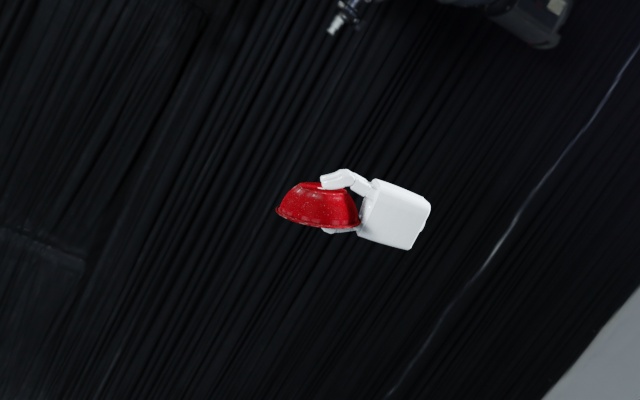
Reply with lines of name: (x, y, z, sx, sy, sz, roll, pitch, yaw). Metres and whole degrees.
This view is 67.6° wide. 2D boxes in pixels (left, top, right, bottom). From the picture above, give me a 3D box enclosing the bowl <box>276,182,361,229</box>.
bowl: (-0.001, 0.002, 0.886, 0.162, 0.055, 0.162, 8, 13, -2)
